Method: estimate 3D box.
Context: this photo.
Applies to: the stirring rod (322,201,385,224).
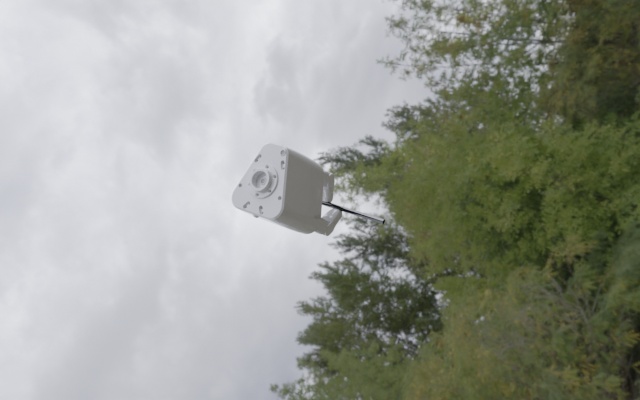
[{"bbox_3d":[0.000,0.003,0.813,0.239,0.011,0.011,17,9,30],"label":"stirring rod"}]
